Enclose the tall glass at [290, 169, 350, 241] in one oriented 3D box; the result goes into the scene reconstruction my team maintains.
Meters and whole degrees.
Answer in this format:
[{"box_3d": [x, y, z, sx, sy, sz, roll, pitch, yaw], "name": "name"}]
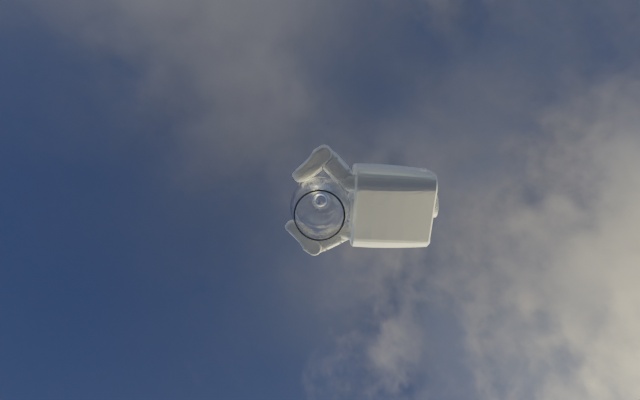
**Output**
[{"box_3d": [0.000, 0.002, 0.661, 0.079, 0.079, 0.201, 0, 9, 1], "name": "tall glass"}]
